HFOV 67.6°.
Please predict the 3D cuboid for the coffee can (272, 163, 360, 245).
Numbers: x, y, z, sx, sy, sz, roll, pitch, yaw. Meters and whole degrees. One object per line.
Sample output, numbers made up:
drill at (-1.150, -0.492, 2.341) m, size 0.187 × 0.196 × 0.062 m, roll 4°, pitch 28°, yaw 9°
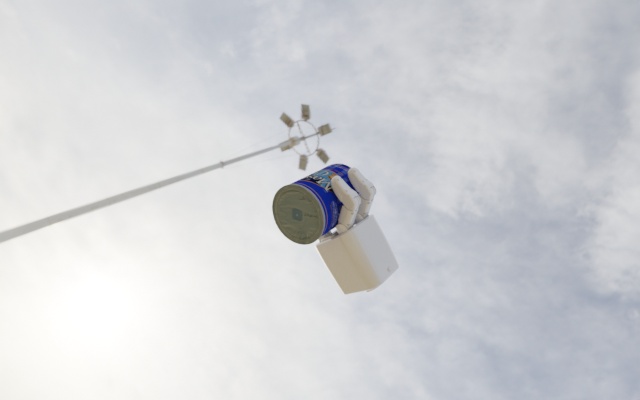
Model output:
coffee can at (0.000, 0.003, 0.818) m, size 0.103 × 0.103 × 0.140 m, roll 0°, pitch 18°, yaw 36°
